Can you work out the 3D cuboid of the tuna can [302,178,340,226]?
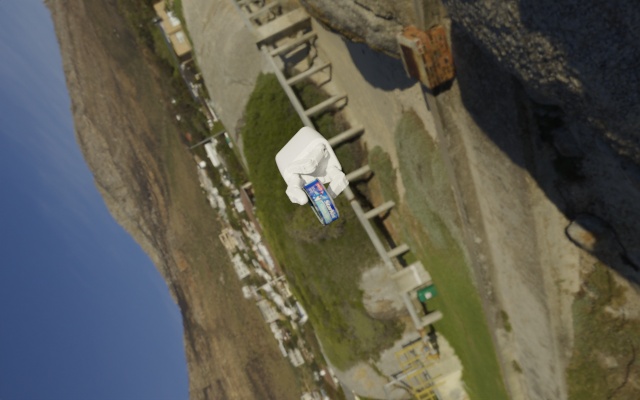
[{"bbox_3d":[0.000,0.003,0.877,0.034,0.086,0.086,-30,3,-6],"label":"tuna can"}]
